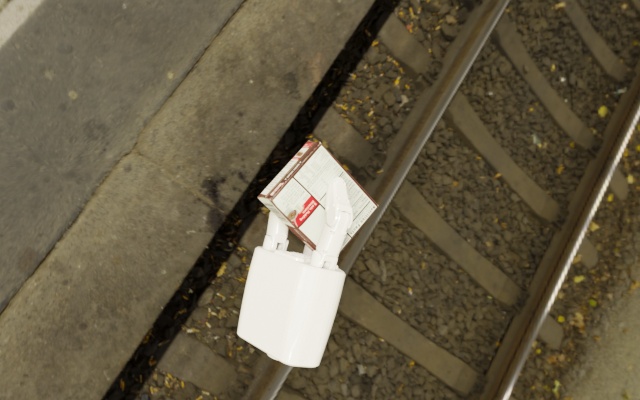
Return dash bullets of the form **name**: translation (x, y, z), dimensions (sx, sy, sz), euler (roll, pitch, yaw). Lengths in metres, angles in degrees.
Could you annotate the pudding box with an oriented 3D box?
- **pudding box**: translation (0.000, 0.002, 0.547), dimensions (0.113, 0.090, 0.039), euler (47, -14, -25)
